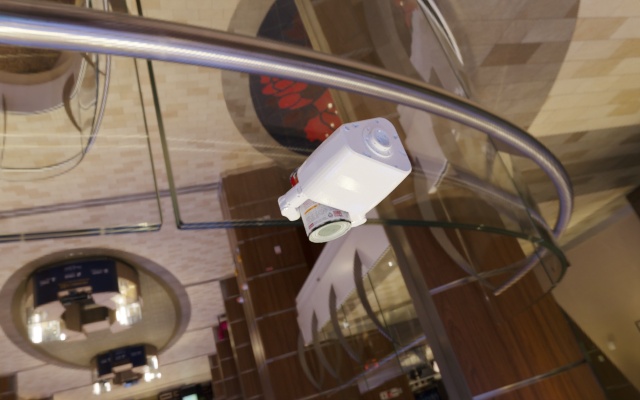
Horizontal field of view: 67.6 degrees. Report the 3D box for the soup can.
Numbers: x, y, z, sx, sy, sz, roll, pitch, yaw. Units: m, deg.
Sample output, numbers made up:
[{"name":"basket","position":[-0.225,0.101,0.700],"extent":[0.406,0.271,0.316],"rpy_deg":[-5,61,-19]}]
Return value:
[{"name":"soup can","position":[0.000,0.003,0.710],"extent":[0.068,0.102,0.068],"rpy_deg":[-15,-25,-7]}]
